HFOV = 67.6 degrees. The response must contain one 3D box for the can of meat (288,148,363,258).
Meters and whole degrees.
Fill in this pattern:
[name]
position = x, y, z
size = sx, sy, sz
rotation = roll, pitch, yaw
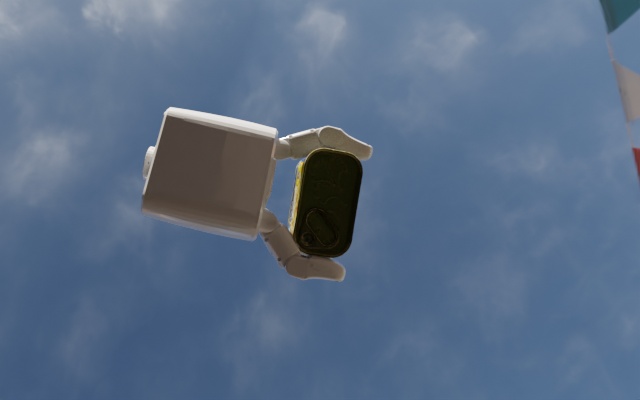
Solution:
[can of meat]
position = 0.000, 0.002, 0.490
size = 0.057, 0.102, 0.084
rotation = 9, 0, -11
